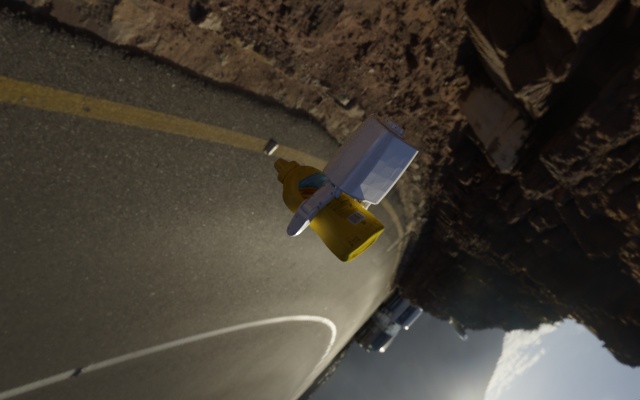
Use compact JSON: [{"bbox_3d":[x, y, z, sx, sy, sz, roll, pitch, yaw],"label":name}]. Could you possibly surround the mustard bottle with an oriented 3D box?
[{"bbox_3d":[0.000,0.003,0.719,0.191,0.058,0.096,43,41,16],"label":"mustard bottle"}]
